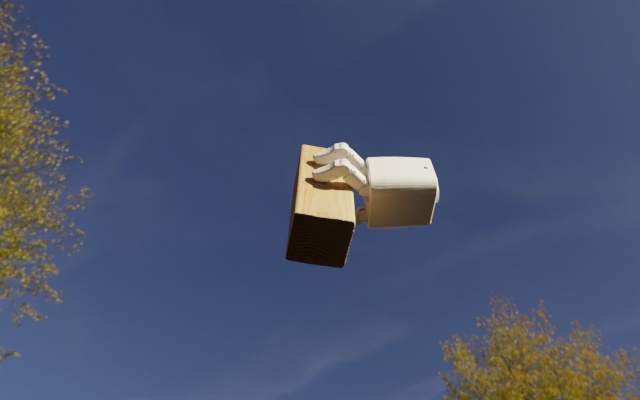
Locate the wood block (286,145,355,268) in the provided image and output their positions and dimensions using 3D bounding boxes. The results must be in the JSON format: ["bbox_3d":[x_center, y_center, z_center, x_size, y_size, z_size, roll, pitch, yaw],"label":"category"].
[{"bbox_3d":[0.000,0.003,0.770,0.090,0.091,0.206,9,33,-5],"label":"wood block"}]
